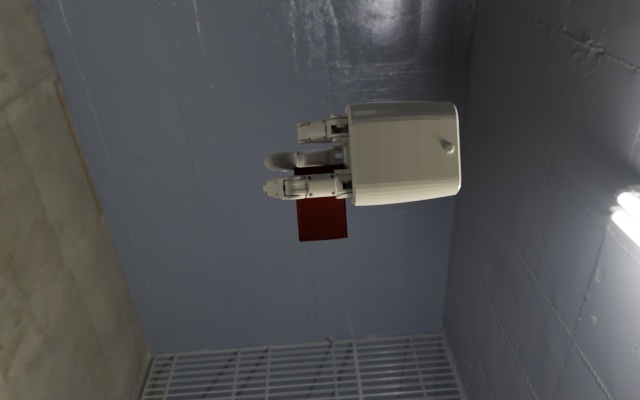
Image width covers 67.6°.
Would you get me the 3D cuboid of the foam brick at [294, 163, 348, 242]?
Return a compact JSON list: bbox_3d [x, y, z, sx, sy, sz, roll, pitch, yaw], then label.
[{"bbox_3d":[0.000,0.002,0.503,0.051,0.078,0.053,-4,4,-2],"label":"foam brick"}]
